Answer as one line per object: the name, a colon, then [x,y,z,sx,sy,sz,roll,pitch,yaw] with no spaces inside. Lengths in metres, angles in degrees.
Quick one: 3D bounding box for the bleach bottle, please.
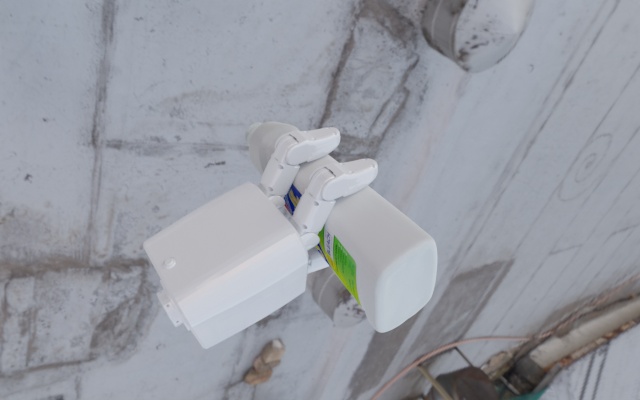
bleach bottle: [0.000,0.001,0.456,0.068,0.103,0.250,-30,49,-19]
